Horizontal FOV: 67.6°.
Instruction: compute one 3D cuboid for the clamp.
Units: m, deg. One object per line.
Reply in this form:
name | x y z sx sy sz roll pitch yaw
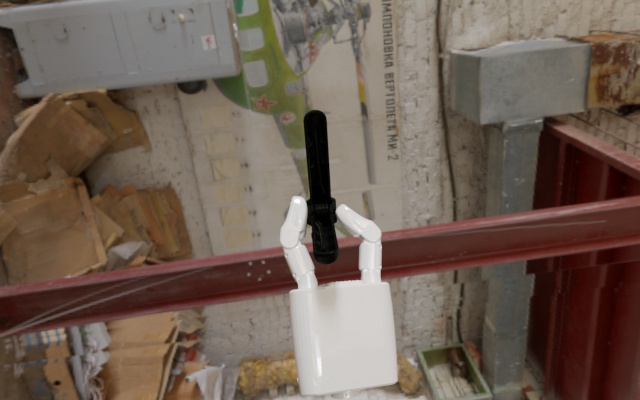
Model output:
clamp | 0.001 0.002 0.564 0.036 0.164 0.210 -3 -13 -1
